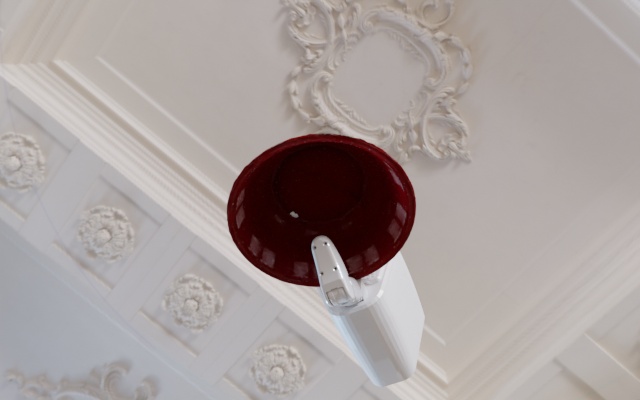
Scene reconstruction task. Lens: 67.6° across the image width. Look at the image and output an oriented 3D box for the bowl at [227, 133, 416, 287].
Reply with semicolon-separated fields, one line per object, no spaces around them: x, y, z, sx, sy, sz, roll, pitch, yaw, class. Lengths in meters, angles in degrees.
0.000;0.000;0.427;0.162;0.162;0.055;0;35;-4;bowl
